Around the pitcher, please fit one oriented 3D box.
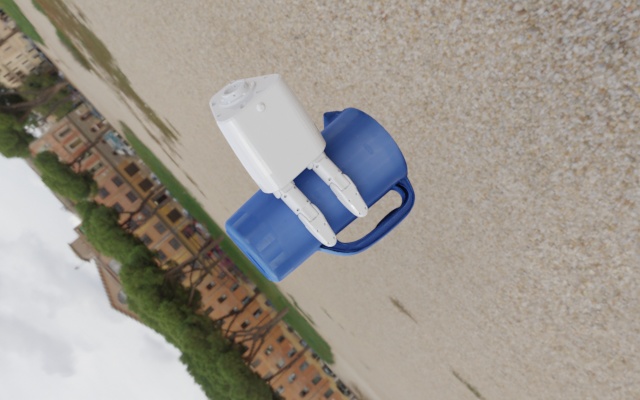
[{"bbox_3d":[0.000,0.002,0.653,0.243,0.145,0.149,-42,34,-13],"label":"pitcher"}]
